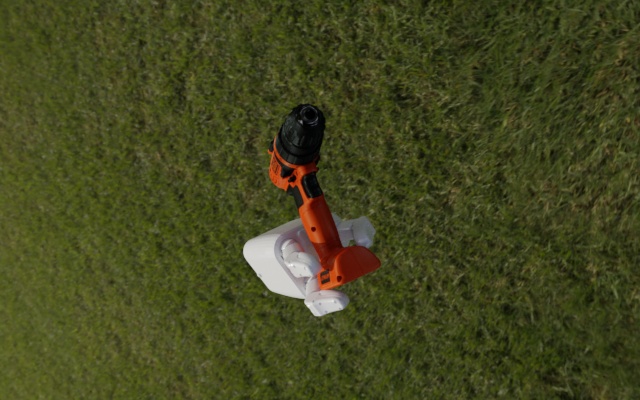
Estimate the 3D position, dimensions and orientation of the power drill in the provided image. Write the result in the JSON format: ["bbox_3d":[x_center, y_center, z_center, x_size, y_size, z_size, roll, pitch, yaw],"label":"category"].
[{"bbox_3d":[0.000,0.002,0.537,0.057,0.187,0.184,-21,-10,-15],"label":"power drill"}]
